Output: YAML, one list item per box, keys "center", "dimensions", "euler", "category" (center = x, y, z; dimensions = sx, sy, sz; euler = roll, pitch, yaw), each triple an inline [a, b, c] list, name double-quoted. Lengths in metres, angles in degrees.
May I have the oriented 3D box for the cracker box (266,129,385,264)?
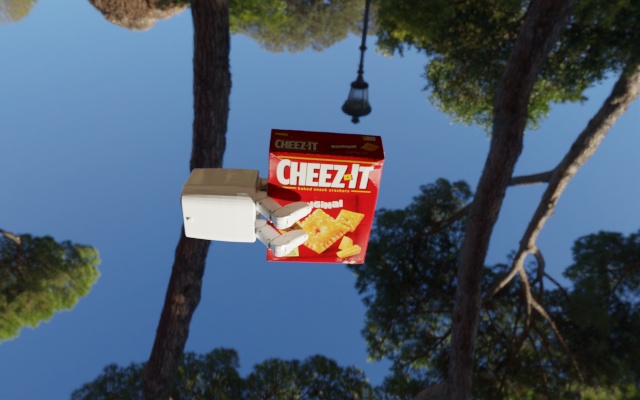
- center: [0.000, 0.002, 0.738]
  dimensions: [0.164, 0.214, 0.072]
  euler: [3, 39, -4]
  category: "cracker box"
